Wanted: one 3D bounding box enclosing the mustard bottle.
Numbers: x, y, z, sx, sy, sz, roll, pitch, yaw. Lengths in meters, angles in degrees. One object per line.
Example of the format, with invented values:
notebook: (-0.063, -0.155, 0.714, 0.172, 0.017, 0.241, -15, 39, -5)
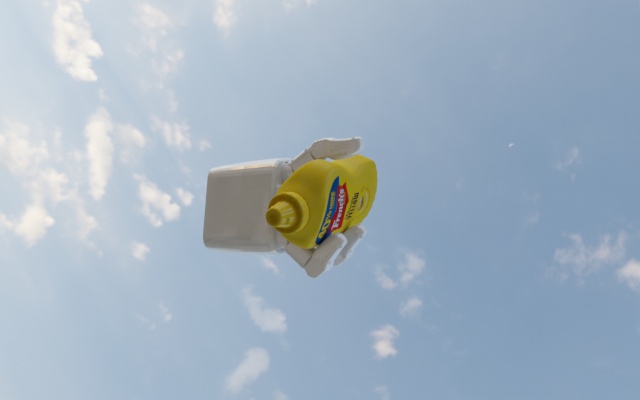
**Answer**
mustard bottle: (0.001, 0.002, 0.524, 0.058, 0.096, 0.191, 25, 19, 23)
